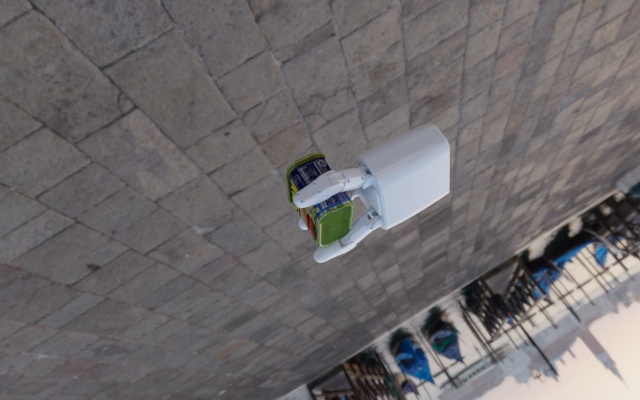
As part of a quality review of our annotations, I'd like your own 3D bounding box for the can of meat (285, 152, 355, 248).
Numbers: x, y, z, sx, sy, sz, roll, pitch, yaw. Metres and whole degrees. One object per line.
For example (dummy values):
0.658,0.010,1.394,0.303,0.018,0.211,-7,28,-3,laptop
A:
0.000,0.002,0.615,0.057,0.084,0.102,-26,-26,-14,can of meat
